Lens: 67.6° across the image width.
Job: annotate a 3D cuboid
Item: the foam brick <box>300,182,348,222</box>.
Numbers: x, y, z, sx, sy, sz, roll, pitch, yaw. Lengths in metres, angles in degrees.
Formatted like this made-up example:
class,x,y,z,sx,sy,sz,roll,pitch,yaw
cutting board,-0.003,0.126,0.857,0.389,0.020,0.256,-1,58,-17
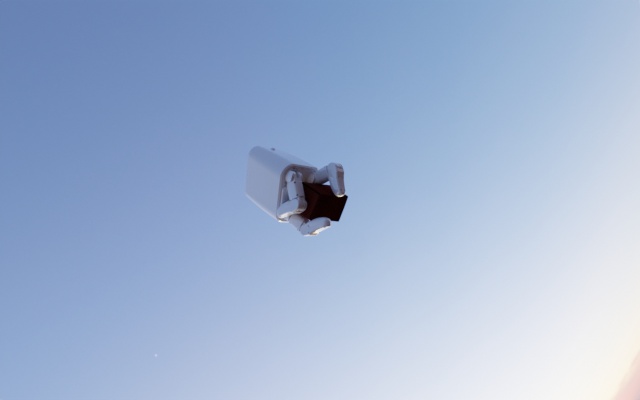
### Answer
class,x,y,z,sx,sy,sz,roll,pitch,yaw
foam brick,0.000,0.003,0.840,0.051,0.053,0.078,33,18,38
